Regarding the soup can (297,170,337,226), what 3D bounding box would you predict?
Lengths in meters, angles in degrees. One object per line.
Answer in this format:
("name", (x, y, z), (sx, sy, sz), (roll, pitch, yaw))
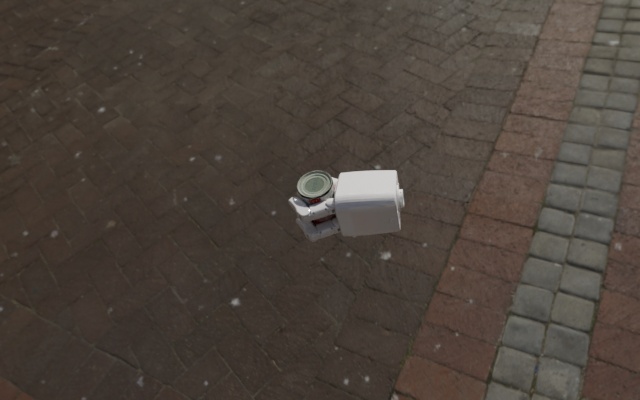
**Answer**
("soup can", (0.000, 0.003, 0.882), (0.068, 0.068, 0.102), (0, -40, 16))
